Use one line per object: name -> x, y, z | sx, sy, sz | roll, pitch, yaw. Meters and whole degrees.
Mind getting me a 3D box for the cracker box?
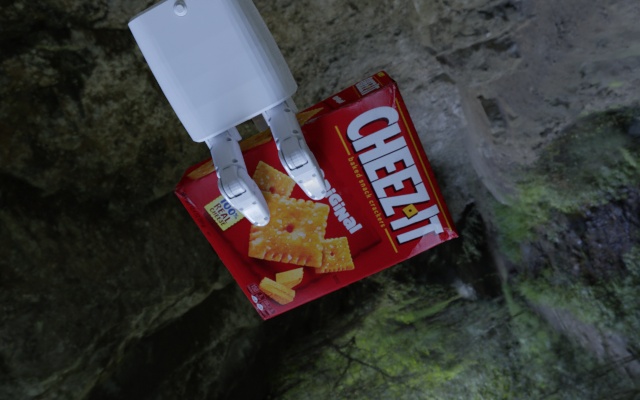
cracker box -> 0.000, 0.001, 0.457 | 0.214, 0.164, 0.072 | -25, 23, 8
